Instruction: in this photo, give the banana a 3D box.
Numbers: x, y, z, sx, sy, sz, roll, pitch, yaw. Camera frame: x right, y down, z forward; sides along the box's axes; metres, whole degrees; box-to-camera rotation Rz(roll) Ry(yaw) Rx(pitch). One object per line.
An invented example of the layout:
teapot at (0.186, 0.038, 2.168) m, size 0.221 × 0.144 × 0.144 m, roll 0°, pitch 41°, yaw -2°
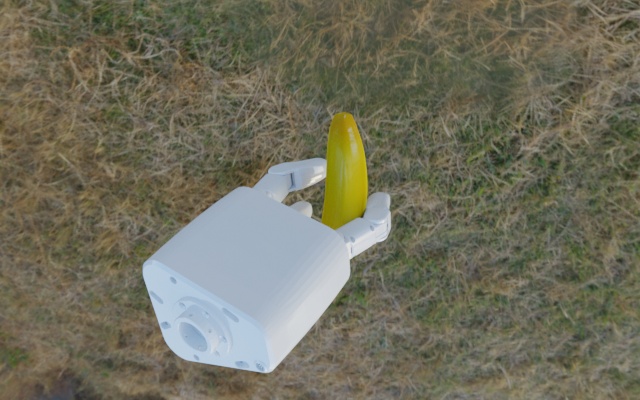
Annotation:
banana at (0.010, 0.016, 0.437) m, size 0.037 × 0.198 × 0.069 m, roll -21°, pitch 56°, yaw -33°
